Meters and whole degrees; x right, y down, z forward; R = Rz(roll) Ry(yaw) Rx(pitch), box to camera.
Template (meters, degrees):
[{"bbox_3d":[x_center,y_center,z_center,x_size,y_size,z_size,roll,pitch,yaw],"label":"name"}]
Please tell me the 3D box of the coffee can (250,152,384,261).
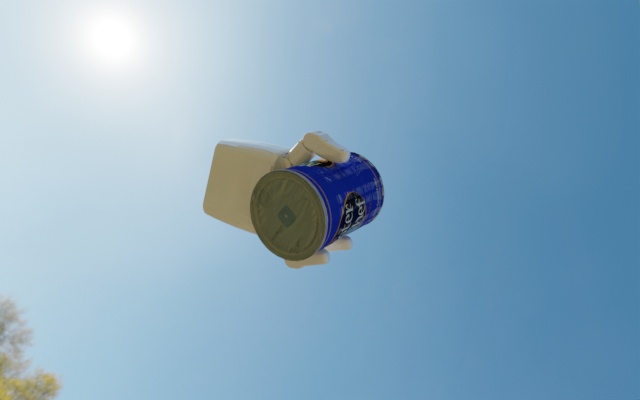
[{"bbox_3d":[0.000,0.002,0.573,0.103,0.103,0.140,0,13,34],"label":"coffee can"}]
